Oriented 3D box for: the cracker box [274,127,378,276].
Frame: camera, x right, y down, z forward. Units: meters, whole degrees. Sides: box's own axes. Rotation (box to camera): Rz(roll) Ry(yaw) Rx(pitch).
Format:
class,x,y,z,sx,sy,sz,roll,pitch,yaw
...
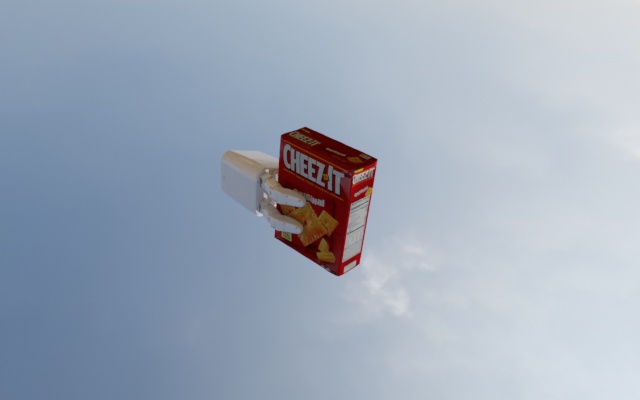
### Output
class,x,y,z,sx,sy,sz,roll,pitch,yaw
cracker box,0.000,0.003,0.829,0.164,0.214,0.072,29,38,33
